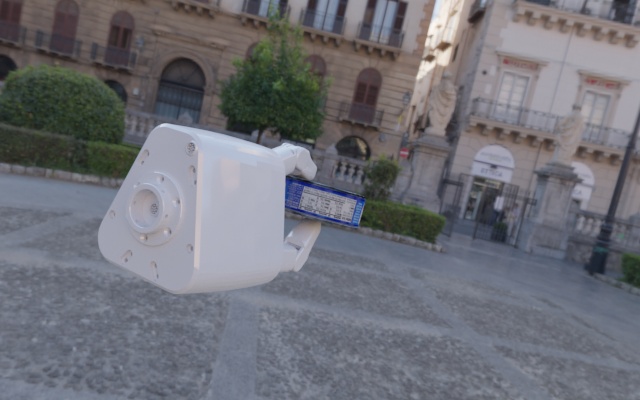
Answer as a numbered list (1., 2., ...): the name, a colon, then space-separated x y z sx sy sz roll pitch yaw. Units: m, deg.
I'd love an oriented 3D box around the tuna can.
1. tuna can: 0.000 0.001 0.470 0.086 0.034 0.086 15 0 0
